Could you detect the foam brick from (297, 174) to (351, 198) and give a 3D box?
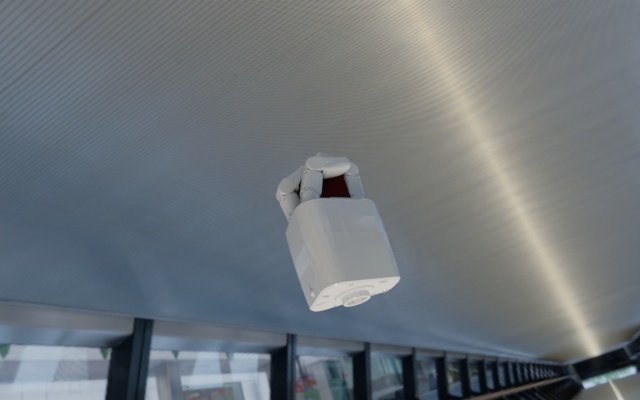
[{"bbox_3d":[0.000,0.002,0.625,0.053,0.051,0.078,-8,-27,-19],"label":"foam brick"}]
